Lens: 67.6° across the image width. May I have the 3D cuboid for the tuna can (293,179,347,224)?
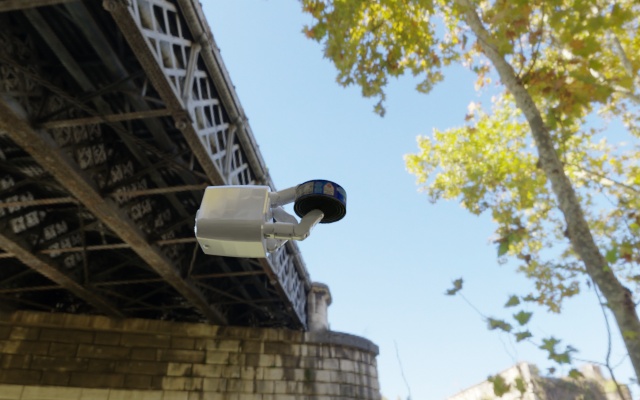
[{"bbox_3d":[0.000,0.002,0.768,0.086,0.033,0.086,4,-33,2],"label":"tuna can"}]
